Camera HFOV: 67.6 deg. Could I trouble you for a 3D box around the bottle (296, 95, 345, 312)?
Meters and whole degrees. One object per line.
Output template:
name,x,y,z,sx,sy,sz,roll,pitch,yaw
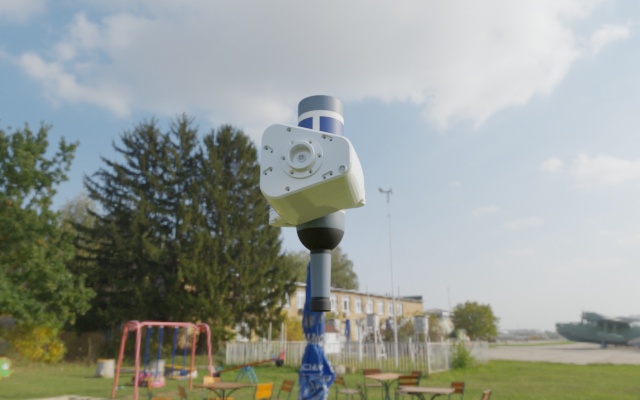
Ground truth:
bottle,0.000,0.002,0.658,0.069,0.295,0.069,0,-17,0
